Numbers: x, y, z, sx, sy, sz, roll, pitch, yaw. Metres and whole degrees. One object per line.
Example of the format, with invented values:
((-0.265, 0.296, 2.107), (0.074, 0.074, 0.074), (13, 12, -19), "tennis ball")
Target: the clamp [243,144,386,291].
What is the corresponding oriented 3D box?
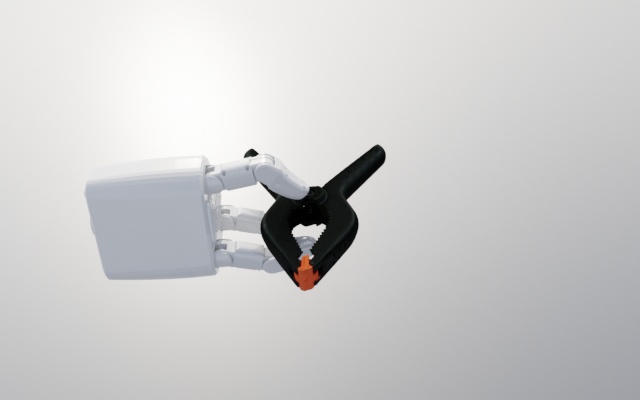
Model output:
((0.000, 0.001, 0.486), (0.164, 0.036, 0.209), (-7, 38, -1), "clamp")
